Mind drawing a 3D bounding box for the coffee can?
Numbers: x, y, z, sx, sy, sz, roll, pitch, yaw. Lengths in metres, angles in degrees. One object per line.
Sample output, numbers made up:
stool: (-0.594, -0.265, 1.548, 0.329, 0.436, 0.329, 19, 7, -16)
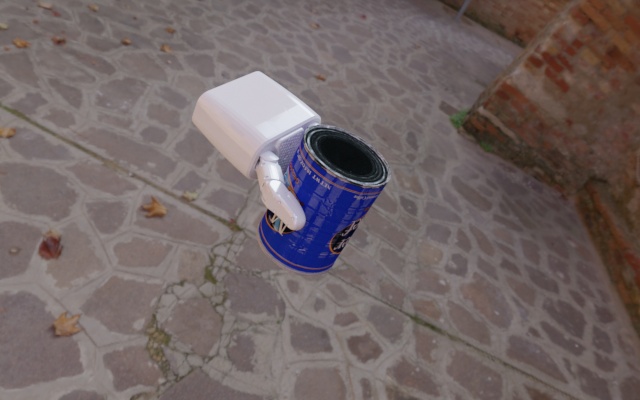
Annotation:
coffee can: (0.000, 0.002, 0.536, 0.103, 0.140, 0.102, 20, 34, -15)
